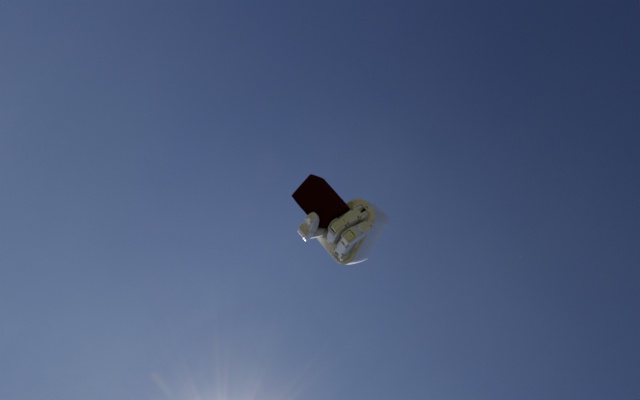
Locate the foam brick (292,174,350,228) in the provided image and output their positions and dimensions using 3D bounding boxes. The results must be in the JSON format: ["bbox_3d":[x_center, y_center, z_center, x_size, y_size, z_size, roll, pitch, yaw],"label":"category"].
[{"bbox_3d":[0.000,0.002,0.812,0.053,0.078,0.051,-46,-20,15],"label":"foam brick"}]
